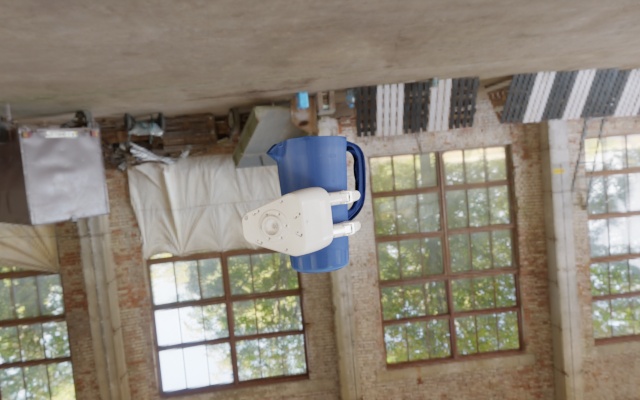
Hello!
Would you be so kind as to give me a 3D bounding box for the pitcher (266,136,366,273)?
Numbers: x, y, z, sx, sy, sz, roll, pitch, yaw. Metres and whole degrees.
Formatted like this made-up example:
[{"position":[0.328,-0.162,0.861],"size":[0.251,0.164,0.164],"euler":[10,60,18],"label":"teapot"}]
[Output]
[{"position":[0.000,0.003,0.878],"size":[0.149,0.243,0.145],"euler":[-4,3,21],"label":"pitcher"}]
